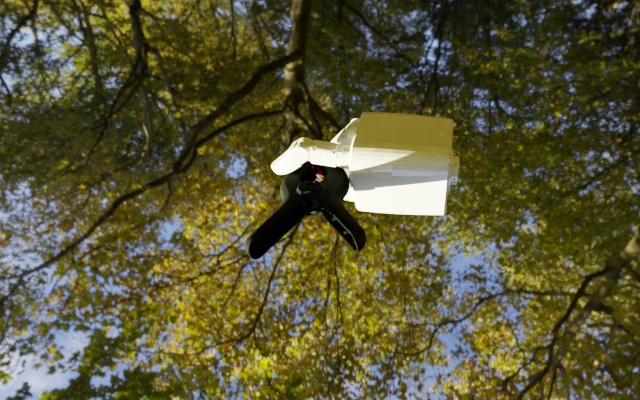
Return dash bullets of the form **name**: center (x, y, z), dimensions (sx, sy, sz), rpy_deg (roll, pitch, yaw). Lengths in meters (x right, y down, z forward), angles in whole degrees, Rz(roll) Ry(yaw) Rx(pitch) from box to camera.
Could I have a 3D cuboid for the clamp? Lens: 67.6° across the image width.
- **clamp**: center (0.000, 0.002, 0.517), dimensions (0.120, 0.039, 0.171), rpy_deg (5, 41, 14)
